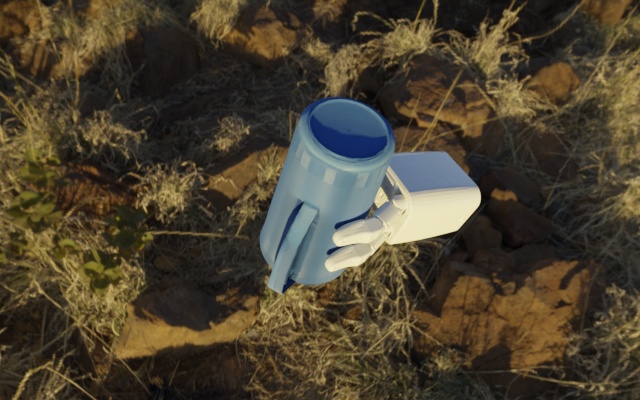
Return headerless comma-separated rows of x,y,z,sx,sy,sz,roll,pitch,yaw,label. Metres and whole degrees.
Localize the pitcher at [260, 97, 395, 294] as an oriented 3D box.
0.000,0.002,0.588,0.145,0.149,0.243,-7,-33,-20,pitcher
